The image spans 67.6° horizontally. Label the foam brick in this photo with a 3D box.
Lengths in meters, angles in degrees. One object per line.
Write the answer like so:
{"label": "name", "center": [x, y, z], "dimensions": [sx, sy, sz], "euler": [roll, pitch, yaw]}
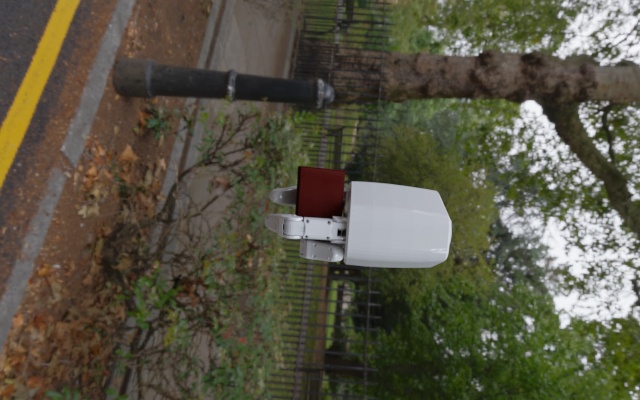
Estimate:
{"label": "foam brick", "center": [0.000, 0.001, 0.534], "dimensions": [0.051, 0.078, 0.053], "euler": [4, 5, 3]}
